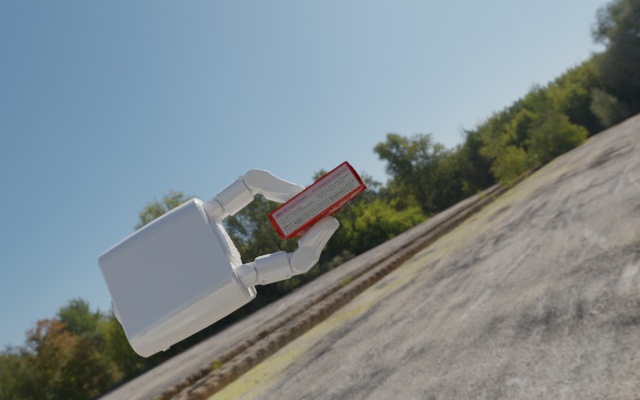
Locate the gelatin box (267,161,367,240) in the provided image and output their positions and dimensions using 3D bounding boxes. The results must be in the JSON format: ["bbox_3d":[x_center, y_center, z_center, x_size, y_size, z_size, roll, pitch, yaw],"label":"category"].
[{"bbox_3d":[0.000,0.001,0.452,0.089,0.030,0.073,-36,-6,6],"label":"gelatin box"}]
